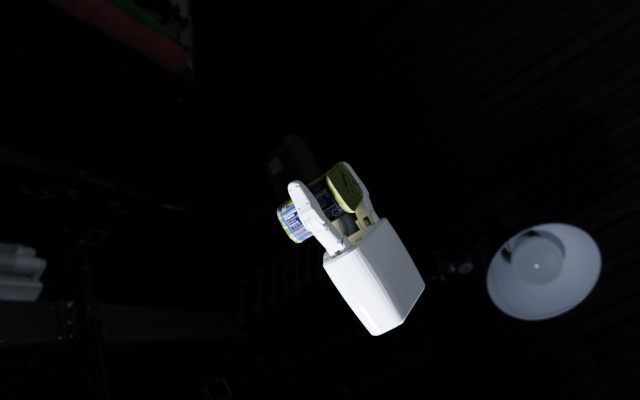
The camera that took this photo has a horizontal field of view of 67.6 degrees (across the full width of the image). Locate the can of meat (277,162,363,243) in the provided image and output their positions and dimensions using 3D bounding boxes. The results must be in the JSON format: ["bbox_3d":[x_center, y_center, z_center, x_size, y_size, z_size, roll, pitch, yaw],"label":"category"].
[{"bbox_3d":[0.000,0.002,0.606,0.084,0.057,0.102,-33,5,19],"label":"can of meat"}]
